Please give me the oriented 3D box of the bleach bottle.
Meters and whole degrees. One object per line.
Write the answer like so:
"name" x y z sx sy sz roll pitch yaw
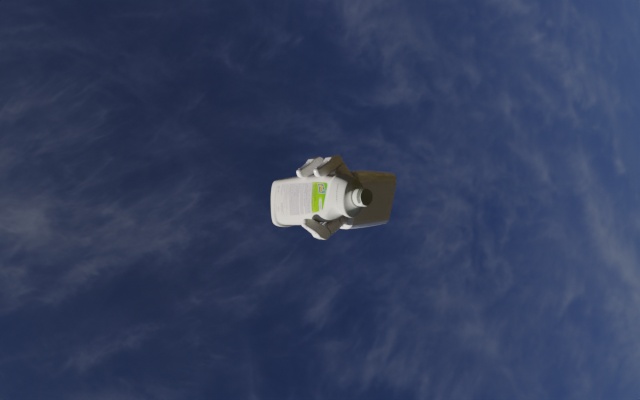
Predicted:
"bleach bottle" 0.000 0.003 0.885 0.068 0.102 0.251 -3 2 -37
